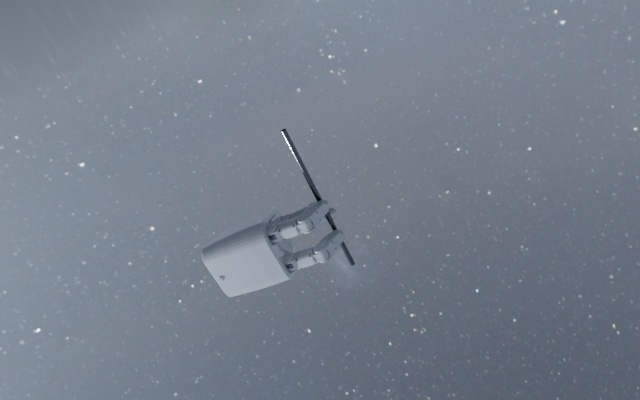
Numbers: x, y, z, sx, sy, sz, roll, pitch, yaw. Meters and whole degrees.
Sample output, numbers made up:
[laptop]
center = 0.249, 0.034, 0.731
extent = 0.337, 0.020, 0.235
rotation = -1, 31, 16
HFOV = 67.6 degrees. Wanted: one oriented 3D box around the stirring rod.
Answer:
[stirring rod]
center = 0.000, 0.002, 0.692
extent = 0.011, 0.240, 0.011
rotation = -22, 26, 11
